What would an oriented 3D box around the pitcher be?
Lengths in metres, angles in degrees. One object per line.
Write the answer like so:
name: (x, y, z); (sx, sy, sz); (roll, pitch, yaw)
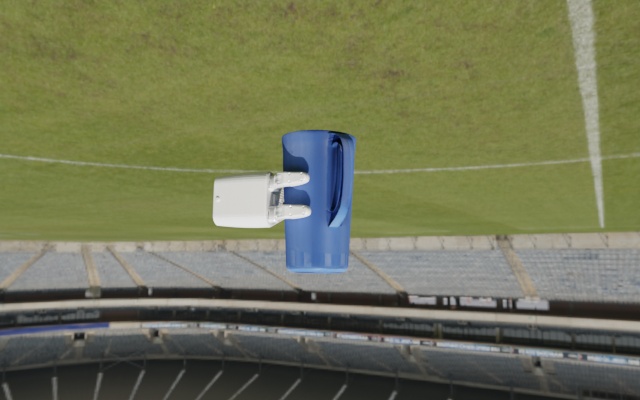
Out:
pitcher: (0.000, 0.003, 0.829); (0.145, 0.243, 0.149); (-1, -7, 16)
